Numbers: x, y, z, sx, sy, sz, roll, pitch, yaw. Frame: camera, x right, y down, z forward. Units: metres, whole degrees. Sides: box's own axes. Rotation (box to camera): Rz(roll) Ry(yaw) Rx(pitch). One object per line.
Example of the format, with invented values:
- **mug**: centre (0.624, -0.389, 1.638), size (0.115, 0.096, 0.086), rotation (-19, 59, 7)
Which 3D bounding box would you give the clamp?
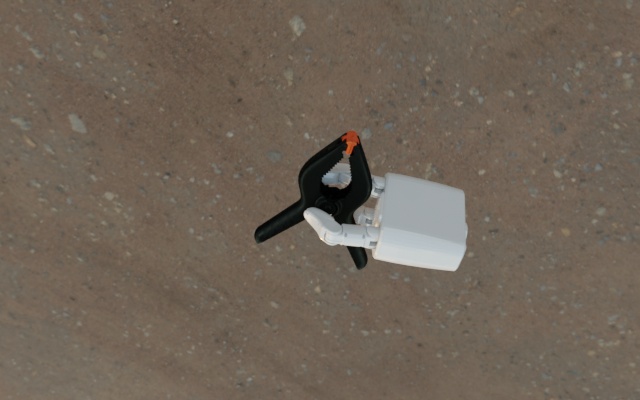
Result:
- **clamp**: centre (0.000, 0.002, 0.624), size (0.164, 0.210, 0.036), rotation (9, 38, -3)
